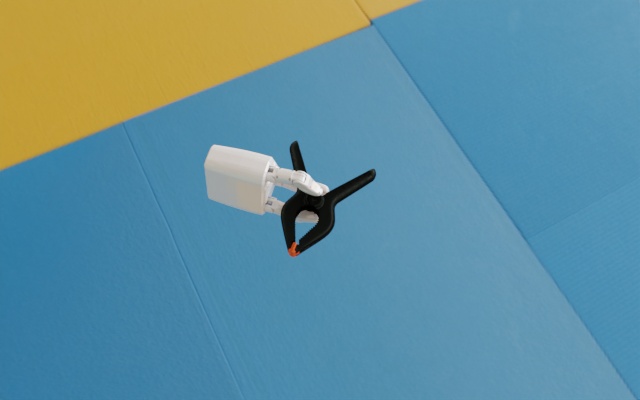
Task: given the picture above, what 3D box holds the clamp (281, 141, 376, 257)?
[{"bbox_3d":[0.000,0.003,0.831,0.164,0.210,0.036,14,-23,6],"label":"clamp"}]
